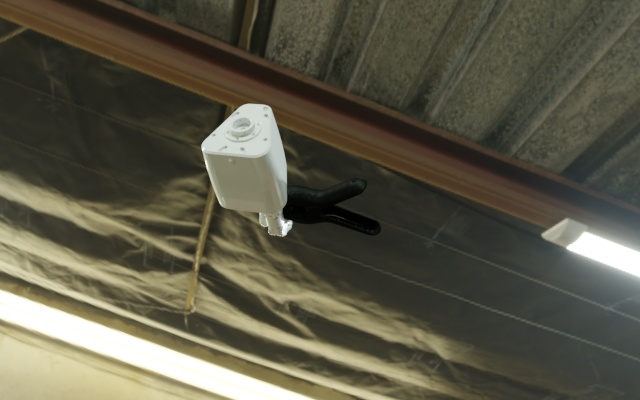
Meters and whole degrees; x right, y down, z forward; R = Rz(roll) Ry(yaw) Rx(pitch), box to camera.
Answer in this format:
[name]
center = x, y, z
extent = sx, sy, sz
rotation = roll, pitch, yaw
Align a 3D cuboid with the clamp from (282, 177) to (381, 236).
[clamp]
center = 0.000, 0.002, 0.680
extent = 0.171, 0.039, 0.120
rotation = 6, -40, 13
